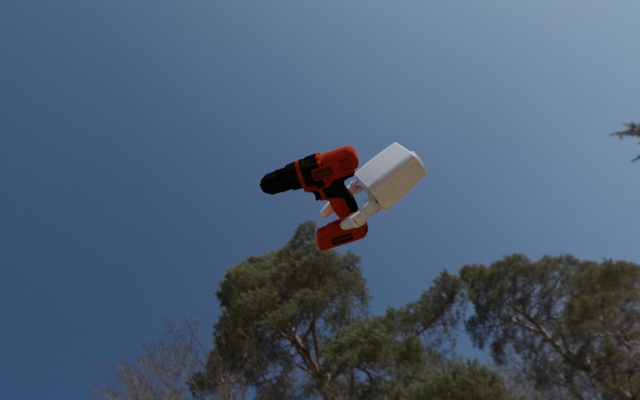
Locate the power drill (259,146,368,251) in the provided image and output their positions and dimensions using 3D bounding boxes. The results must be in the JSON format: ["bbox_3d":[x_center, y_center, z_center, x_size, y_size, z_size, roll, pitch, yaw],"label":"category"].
[{"bbox_3d":[0.001,0.003,0.892,0.184,0.188,0.057,-17,31,8],"label":"power drill"}]
